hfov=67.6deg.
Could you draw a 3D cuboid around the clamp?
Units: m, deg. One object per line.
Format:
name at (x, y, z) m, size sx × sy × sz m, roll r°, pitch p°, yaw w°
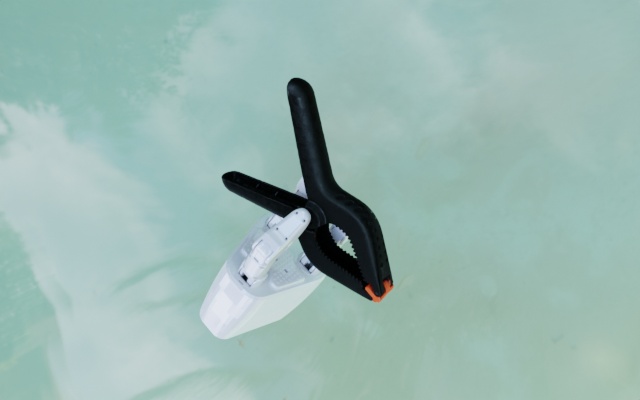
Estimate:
clamp at (0.000, 0.002, 0.451) m, size 0.036 × 0.210 × 0.165 m, roll -33°, pitch -15°, yaw -45°
